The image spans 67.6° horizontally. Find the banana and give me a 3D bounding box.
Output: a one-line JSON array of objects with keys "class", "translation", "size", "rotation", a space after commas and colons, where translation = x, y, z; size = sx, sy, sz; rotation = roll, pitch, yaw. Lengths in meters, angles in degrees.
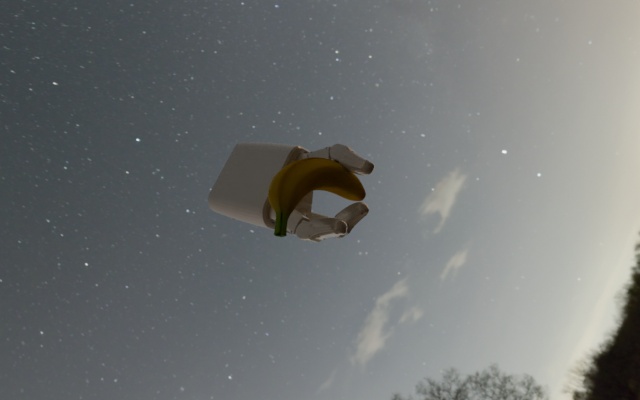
[{"class": "banana", "translation": [-0.003, -0.016, 0.544], "size": [0.037, 0.069, 0.198], "rotation": [1, 12, 32]}]
